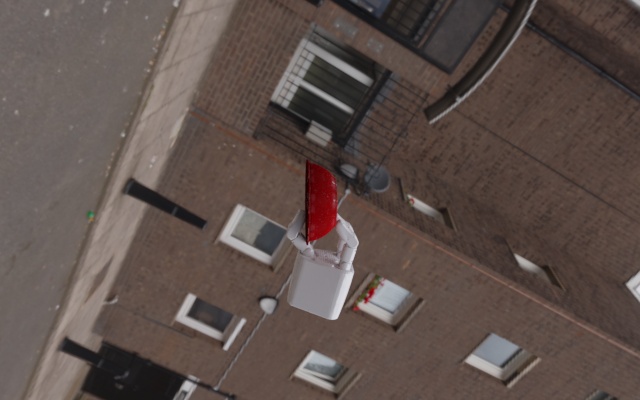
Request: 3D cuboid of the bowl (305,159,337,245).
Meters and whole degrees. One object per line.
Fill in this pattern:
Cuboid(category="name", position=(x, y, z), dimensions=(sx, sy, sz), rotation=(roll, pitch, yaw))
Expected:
Cuboid(category="bowl", position=(0.001, 0.002, 0.890), dimensions=(0.055, 0.162, 0.162), rotation=(0, 0, -3))
